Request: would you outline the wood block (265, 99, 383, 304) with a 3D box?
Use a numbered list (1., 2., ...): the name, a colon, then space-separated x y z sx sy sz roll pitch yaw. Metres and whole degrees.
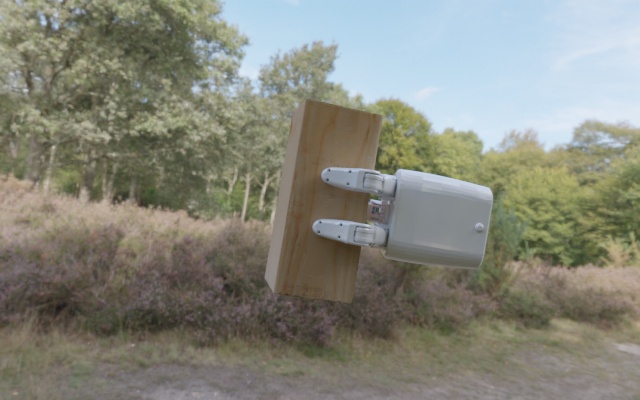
1. wood block: 0.000 0.002 0.547 0.090 0.206 0.091 10 -1 -12
